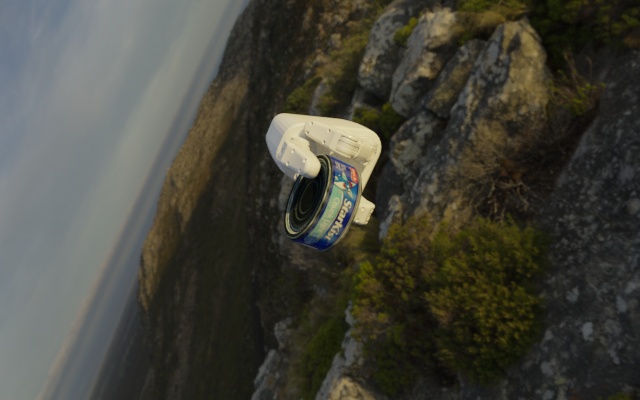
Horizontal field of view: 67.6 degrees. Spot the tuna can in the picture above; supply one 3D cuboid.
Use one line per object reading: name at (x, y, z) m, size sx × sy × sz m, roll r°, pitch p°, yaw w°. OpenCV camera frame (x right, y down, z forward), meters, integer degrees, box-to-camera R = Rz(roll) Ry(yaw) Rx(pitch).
tuna can at (0.000, 0.001, 0.439) m, size 0.034 × 0.086 × 0.086 m, roll 23°, pitch -10°, yaw -24°
